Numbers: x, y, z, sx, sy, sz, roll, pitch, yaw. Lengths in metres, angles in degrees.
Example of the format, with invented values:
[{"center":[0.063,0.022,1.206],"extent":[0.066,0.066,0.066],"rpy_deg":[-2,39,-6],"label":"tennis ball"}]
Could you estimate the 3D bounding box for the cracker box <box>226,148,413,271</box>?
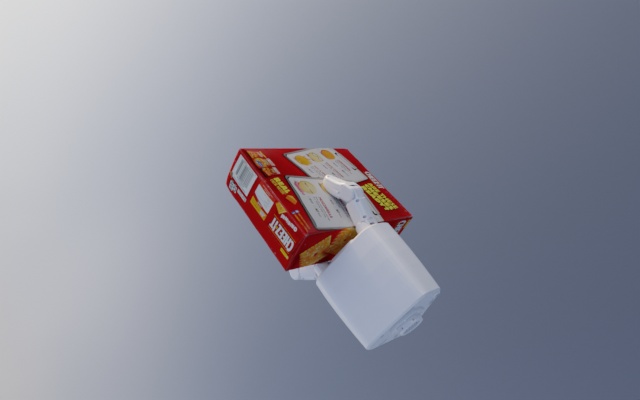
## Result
[{"center":[0.000,0.002,0.665],"extent":[0.213,0.072,0.164],"rpy_deg":[-6,46,-45],"label":"cracker box"}]
